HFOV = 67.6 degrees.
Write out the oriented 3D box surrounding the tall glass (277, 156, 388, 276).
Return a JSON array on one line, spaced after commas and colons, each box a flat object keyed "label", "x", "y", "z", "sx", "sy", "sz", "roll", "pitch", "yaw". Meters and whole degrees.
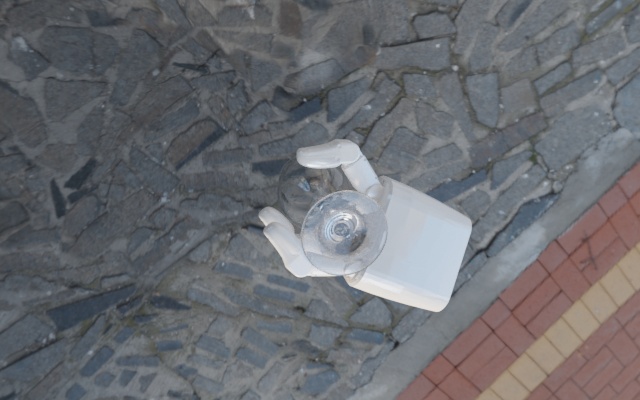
[{"label": "tall glass", "x": 0.000, "y": 0.002, "z": 0.485, "sx": 0.079, "sy": 0.079, "sz": 0.201, "roll": 0, "pitch": 16, "yaw": -13}]
